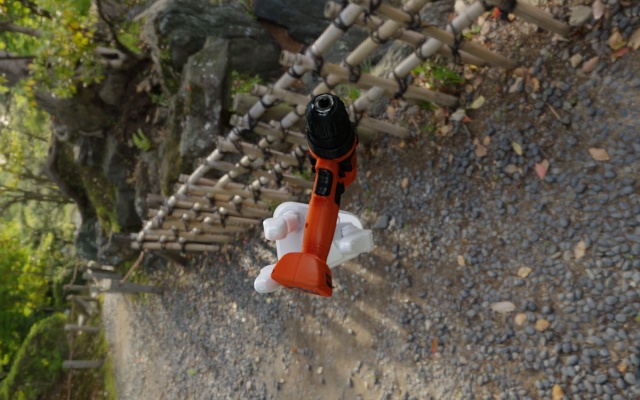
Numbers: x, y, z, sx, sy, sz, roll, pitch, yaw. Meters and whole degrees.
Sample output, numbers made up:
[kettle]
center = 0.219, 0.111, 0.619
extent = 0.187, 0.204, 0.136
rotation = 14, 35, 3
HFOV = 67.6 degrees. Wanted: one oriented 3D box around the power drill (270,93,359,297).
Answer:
[power drill]
center = 0.000, 0.002, 0.508
extent = 0.057, 0.187, 0.184
rotation = 11, -16, 13
